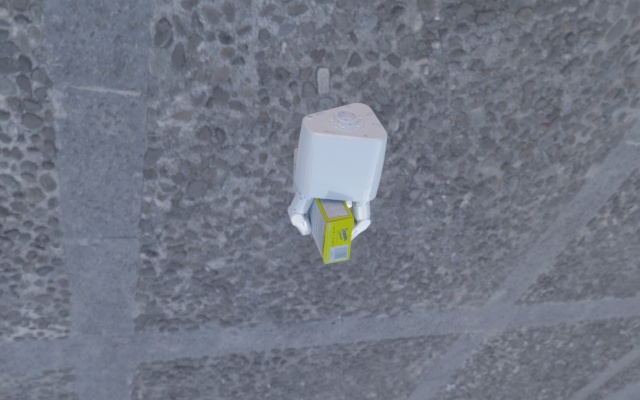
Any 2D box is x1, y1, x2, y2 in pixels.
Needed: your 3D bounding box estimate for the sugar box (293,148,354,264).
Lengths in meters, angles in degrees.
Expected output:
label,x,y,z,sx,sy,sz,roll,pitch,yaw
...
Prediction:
label,x,y,z,sx,sy,sz,roll,pitch,yaw
sugar box,0.001,0.002,0.741,0.048,0.093,0.176,-8,45,-13
